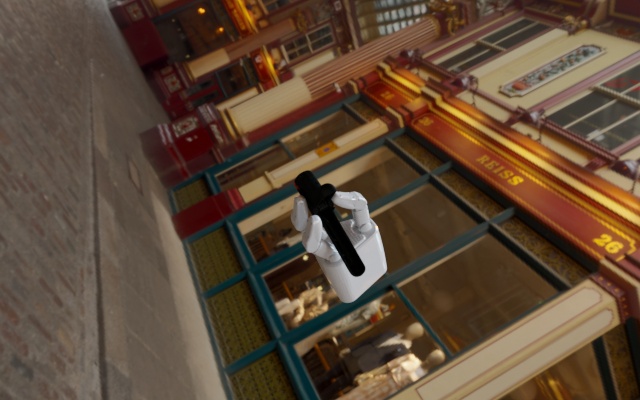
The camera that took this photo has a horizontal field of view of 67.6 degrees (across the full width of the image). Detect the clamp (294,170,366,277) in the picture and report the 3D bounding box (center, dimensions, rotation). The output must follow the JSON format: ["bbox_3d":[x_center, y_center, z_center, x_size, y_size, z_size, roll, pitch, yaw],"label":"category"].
[{"bbox_3d":[0.001,0.002,0.741,0.036,0.165,0.210,-26,39,-9],"label":"clamp"}]
